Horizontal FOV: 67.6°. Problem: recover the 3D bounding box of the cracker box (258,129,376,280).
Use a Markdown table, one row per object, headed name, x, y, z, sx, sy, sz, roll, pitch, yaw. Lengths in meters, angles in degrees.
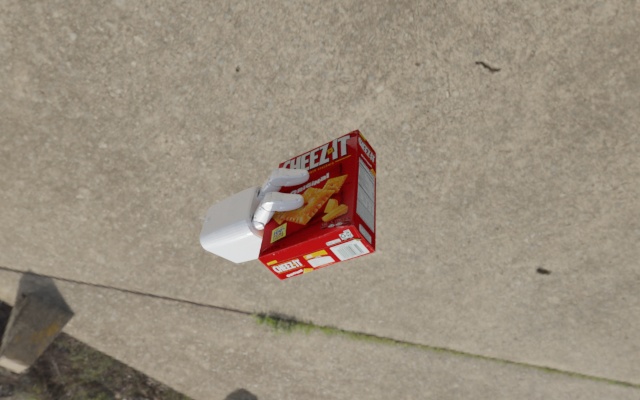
| name | x | y | z | sx | sy | sz | roll | pitch | yaw |
| --- | --- | --- | --- | --- | --- | --- | --- | --- | --- |
| cracker box | 0.000 | 0.003 | 0.746 | 0.164 | 0.213 | 0.072 | -21 | -50 | 26 |
